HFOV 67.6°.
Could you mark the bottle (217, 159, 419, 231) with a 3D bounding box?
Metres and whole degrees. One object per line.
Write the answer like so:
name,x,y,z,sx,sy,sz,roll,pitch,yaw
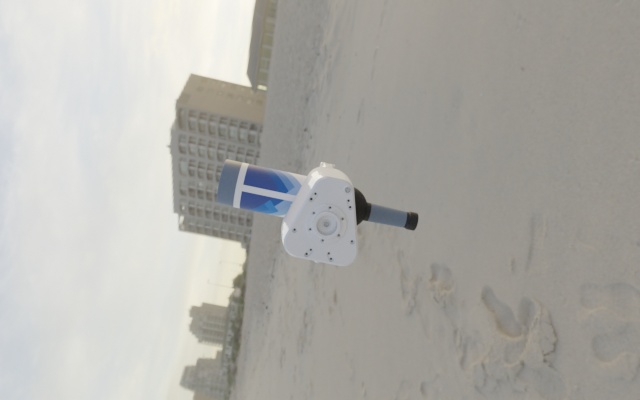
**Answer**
bottle,0.000,0.002,0.708,0.296,0.069,0.069,12,-1,-5
